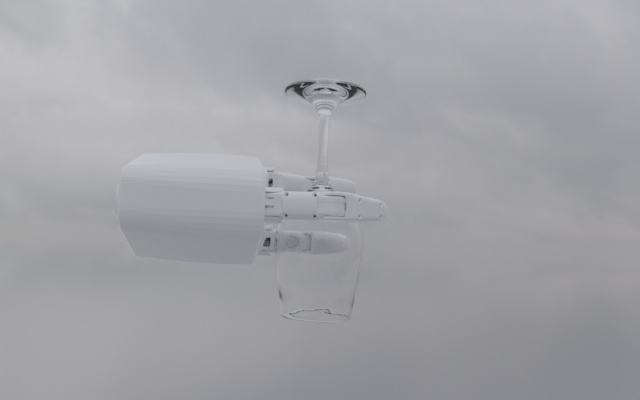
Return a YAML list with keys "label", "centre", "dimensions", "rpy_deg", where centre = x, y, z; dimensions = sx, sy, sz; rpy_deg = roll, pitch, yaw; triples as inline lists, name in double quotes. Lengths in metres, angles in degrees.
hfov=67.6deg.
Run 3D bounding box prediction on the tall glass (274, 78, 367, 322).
- label: "tall glass"
  centre: [0.000, 0.001, 0.423]
  dimensions: [0.079, 0.201, 0.079]
  rpy_deg: [2, -5, 0]
